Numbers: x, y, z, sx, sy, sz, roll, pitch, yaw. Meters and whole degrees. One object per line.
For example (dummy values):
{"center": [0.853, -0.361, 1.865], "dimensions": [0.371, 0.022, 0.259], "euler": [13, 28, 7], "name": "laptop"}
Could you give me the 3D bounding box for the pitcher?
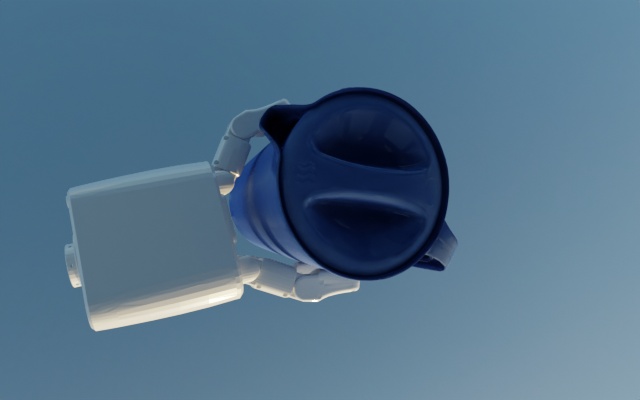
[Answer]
{"center": [0.000, 0.001, 0.434], "dimensions": [0.145, 0.149, 0.243], "euler": [-13, 1, -21], "name": "pitcher"}
